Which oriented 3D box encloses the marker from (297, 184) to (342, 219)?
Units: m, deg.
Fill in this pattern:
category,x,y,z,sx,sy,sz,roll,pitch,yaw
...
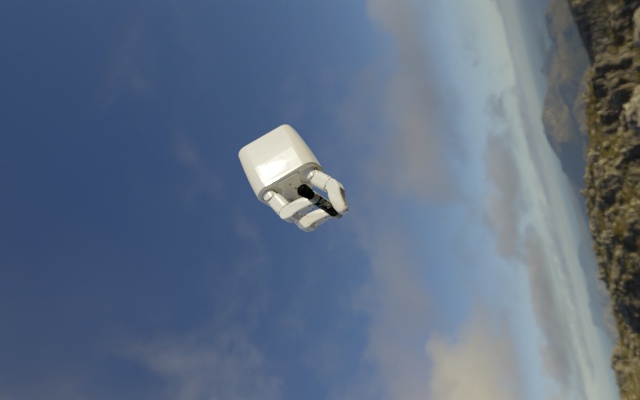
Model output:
category,x,y,z,sx,sy,sz,roll,pitch,yaw
marker,0.000,0.002,0.730,0.020,0.020,0.121,0,-19,30
